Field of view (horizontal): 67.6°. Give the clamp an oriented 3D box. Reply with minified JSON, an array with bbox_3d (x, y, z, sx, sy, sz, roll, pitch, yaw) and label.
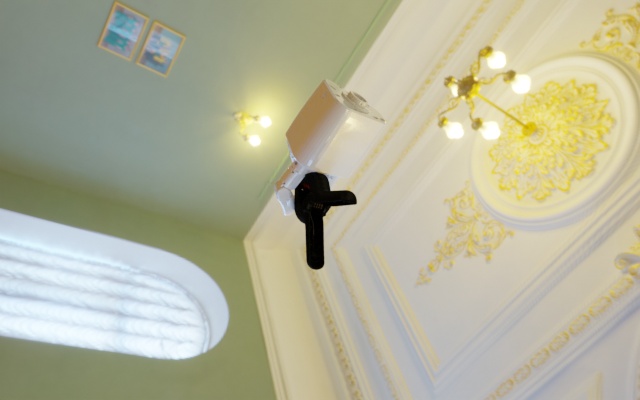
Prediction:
[{"bbox_3d":[0.001,0.002,0.683,0.039,0.120,0.171,21,28,-31],"label":"clamp"}]
